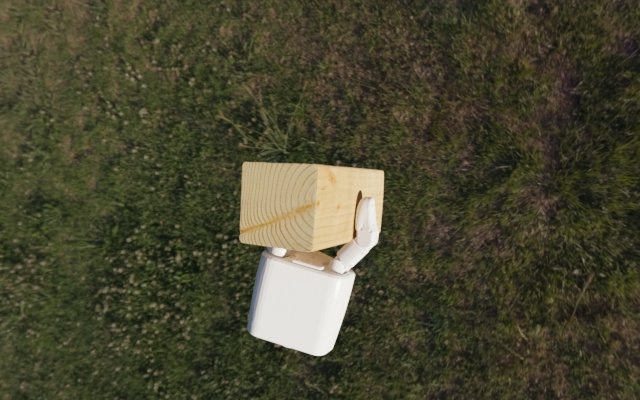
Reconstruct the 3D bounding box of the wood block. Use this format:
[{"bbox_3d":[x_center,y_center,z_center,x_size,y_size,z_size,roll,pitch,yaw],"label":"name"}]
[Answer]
[{"bbox_3d":[0.000,0.002,0.581,0.091,0.090,0.206,5,4,26],"label":"wood block"}]
